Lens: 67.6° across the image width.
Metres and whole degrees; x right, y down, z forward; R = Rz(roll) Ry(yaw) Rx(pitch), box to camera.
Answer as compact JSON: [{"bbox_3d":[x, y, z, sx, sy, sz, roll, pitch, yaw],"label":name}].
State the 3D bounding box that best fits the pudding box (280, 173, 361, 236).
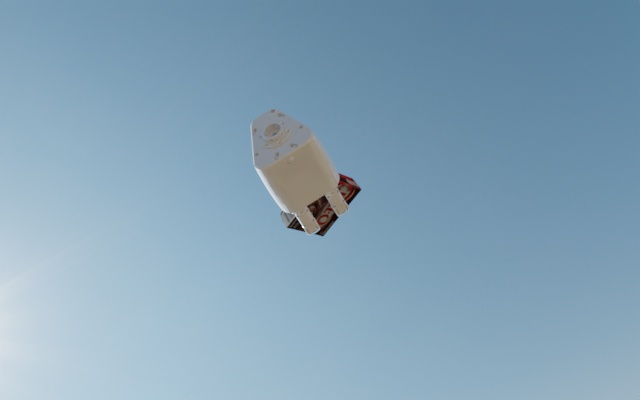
[{"bbox_3d":[0.000,0.002,0.790,0.090,0.113,0.039,18,30,-45],"label":"pudding box"}]
